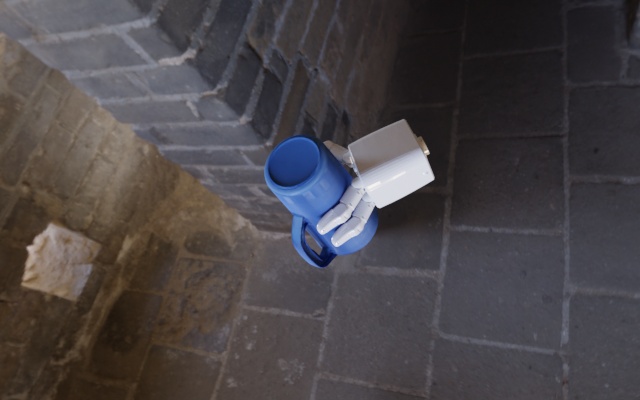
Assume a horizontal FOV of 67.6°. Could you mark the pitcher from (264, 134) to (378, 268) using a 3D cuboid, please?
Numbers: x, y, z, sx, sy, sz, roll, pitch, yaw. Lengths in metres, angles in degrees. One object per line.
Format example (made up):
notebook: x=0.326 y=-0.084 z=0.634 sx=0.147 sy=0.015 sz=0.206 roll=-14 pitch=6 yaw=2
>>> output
pitcher: x=0.000 y=0.003 z=0.816 sx=0.145 sy=0.149 sz=0.243 roll=-27 pitch=-33 yaw=10
